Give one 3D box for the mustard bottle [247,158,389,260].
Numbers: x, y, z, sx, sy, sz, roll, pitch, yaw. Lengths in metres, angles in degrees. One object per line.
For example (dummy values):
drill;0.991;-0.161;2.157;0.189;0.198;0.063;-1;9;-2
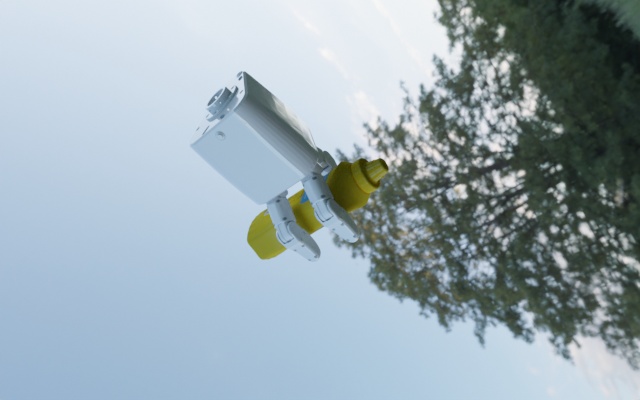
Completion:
mustard bottle;0.000;0.002;0.584;0.192;0.058;0.096;-32;9;29
